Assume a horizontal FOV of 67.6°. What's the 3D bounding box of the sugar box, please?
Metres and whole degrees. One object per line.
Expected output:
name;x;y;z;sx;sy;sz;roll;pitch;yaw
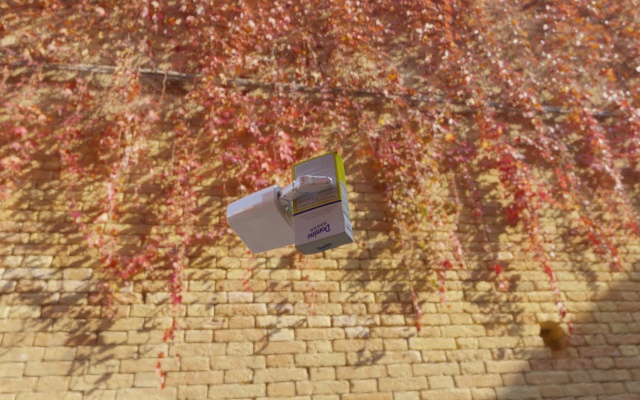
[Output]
sugar box;0.000;0.003;0.829;0.093;0.176;0.048;-17;-35;17
